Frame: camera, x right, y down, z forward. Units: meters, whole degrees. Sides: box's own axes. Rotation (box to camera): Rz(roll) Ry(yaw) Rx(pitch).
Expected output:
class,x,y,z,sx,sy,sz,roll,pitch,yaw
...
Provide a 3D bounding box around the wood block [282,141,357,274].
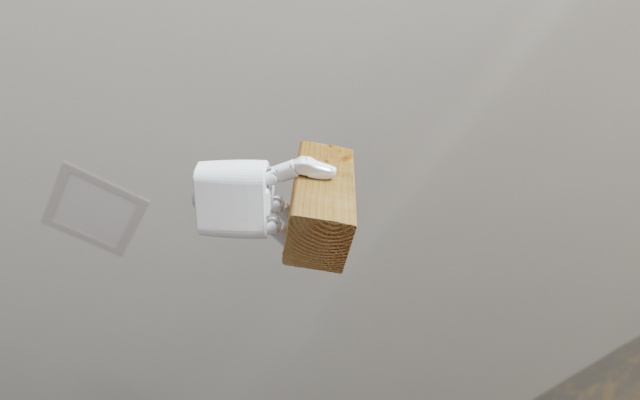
class,x,y,z,sx,sy,sz,roll,pitch,yaw
wood block,0.000,0.002,0.725,0.090,0.091,0.206,10,35,-5
